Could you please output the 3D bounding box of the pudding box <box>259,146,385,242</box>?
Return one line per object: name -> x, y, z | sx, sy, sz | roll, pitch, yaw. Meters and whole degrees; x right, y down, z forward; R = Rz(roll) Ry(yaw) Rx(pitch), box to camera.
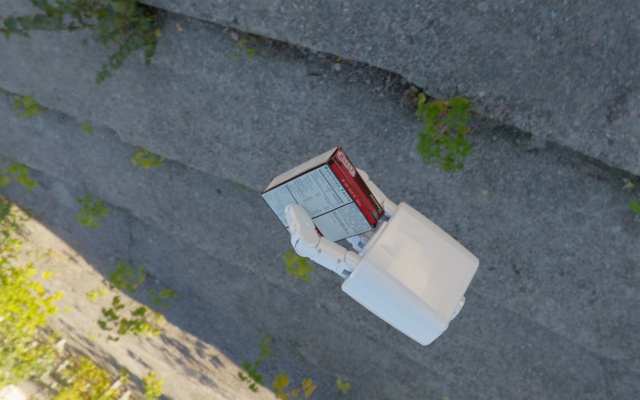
pudding box -> 0.000, 0.002, 0.523 | 0.113, 0.090, 0.039 | -22, 20, 39
